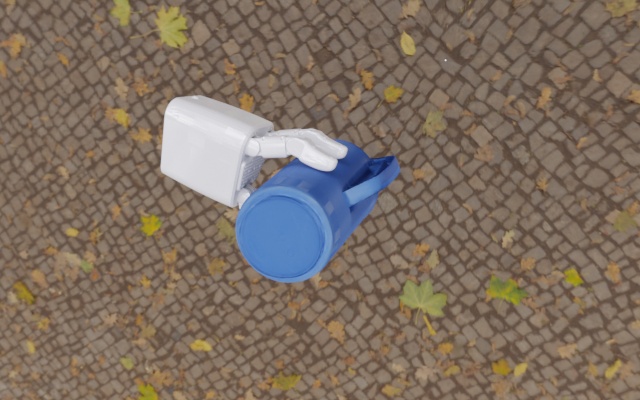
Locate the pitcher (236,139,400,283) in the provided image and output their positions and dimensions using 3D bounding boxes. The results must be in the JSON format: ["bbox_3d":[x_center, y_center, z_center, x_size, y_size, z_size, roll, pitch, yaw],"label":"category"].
[{"bbox_3d":[0.000,0.002,0.594,0.145,0.149,0.242,25,21,7],"label":"pitcher"}]
